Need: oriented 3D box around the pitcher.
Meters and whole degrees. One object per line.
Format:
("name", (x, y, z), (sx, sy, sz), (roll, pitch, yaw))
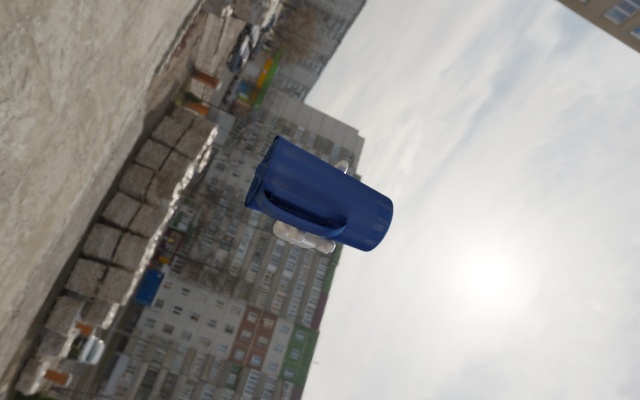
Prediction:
("pitcher", (0.000, 0.003, 0.820), (0.243, 0.149, 0.145), (25, -18, -13))
